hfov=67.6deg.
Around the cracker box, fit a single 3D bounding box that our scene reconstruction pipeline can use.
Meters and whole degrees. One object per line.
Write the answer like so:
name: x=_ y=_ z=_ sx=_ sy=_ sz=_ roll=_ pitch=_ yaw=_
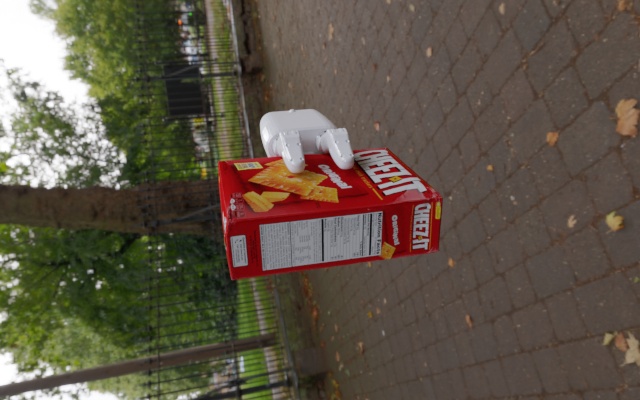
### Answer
cracker box: x=0.000 y=0.002 z=0.523 sx=0.213 sy=0.072 sz=0.164 roll=-7 pitch=26 yaw=-11
